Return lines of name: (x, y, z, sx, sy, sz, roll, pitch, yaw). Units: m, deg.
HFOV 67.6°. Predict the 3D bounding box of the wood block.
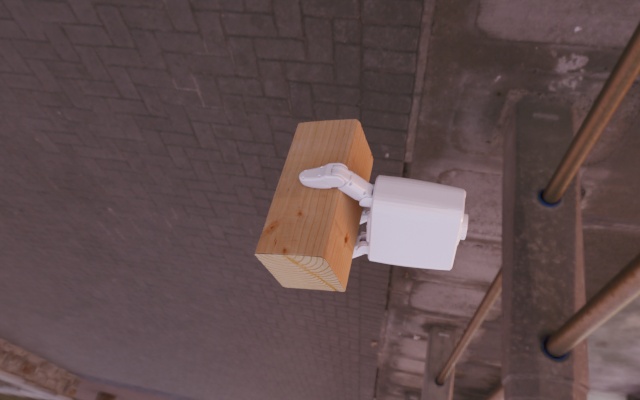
wood block: (0.000, 0.002, 0.620, 0.090, 0.206, 0.091, 0, -35, 23)
